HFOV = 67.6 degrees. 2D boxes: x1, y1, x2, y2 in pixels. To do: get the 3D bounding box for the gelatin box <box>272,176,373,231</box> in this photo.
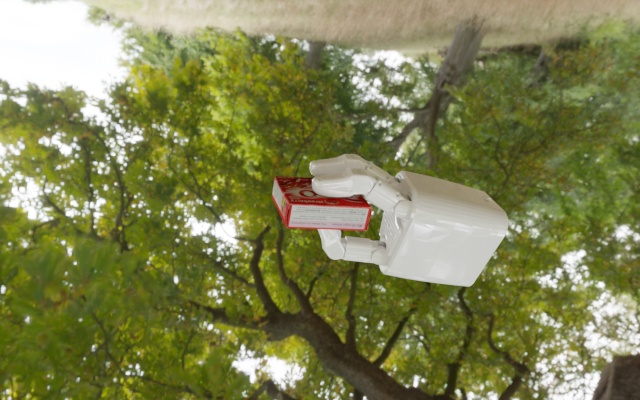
[{"bbox_3d":[0.000,0.002,0.499,0.089,0.030,0.073,2,23,-18],"label":"gelatin box"}]
